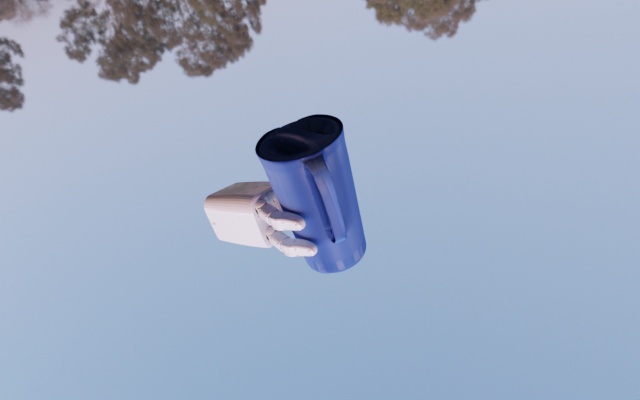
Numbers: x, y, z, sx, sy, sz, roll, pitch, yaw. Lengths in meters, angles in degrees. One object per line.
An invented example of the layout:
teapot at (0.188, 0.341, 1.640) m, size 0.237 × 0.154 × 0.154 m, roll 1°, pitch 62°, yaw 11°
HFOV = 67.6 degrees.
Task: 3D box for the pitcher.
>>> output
pitcher at (0.000, 0.002, 0.747) m, size 0.145 × 0.243 × 0.149 m, roll 3°, pitch 39°, yaw 29°
